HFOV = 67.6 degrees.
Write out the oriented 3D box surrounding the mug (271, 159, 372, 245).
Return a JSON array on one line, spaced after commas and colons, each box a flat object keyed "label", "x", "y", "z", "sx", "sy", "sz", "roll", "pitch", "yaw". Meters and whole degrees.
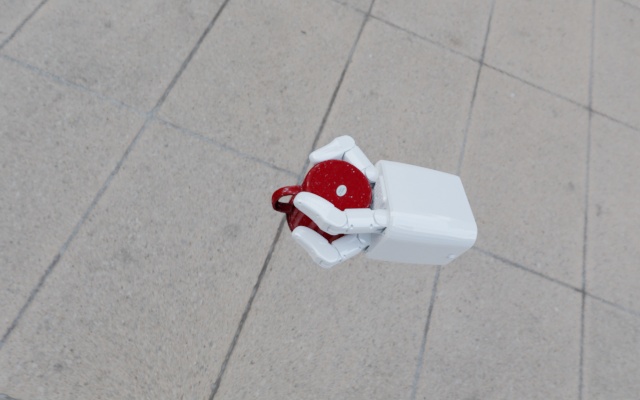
[{"label": "mug", "x": -0.001, "y": 0.001, "z": 0.570, "sx": 0.117, "sy": 0.093, "sz": 0.081, "roll": 9, "pitch": -28, "yaw": -12}]
